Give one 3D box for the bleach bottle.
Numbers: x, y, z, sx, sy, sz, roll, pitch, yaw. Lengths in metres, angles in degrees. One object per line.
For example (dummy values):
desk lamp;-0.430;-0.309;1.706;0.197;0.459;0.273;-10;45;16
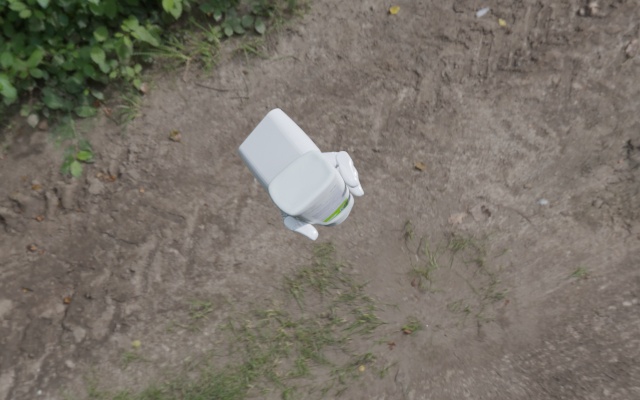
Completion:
bleach bottle;0.000;0.003;0.788;0.102;0.068;0.251;-41;-19;0
